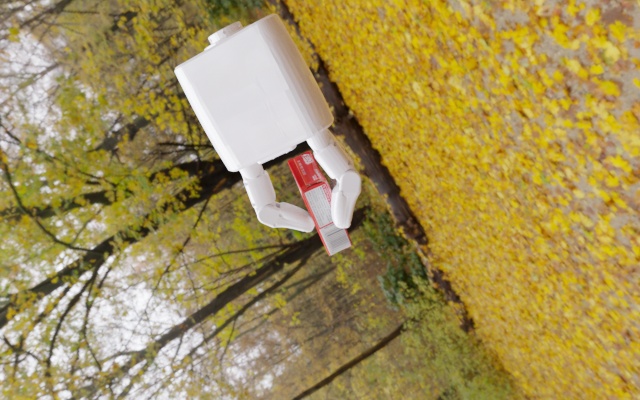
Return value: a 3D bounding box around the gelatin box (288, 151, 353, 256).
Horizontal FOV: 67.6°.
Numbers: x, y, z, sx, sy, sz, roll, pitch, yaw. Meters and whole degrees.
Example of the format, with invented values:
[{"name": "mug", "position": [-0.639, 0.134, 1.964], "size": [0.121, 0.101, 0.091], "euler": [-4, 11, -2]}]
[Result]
[{"name": "gelatin box", "position": [0.000, 0.002, 0.505], "size": [0.030, 0.089, 0.073], "euler": [-24, 32, -1]}]
